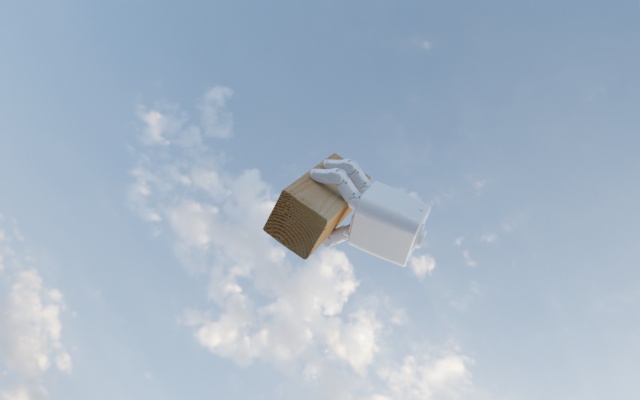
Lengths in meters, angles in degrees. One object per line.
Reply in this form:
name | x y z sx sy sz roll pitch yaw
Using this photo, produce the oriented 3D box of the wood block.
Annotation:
wood block | 0.000 0.003 0.833 0.090 0.091 0.206 34 31 9
